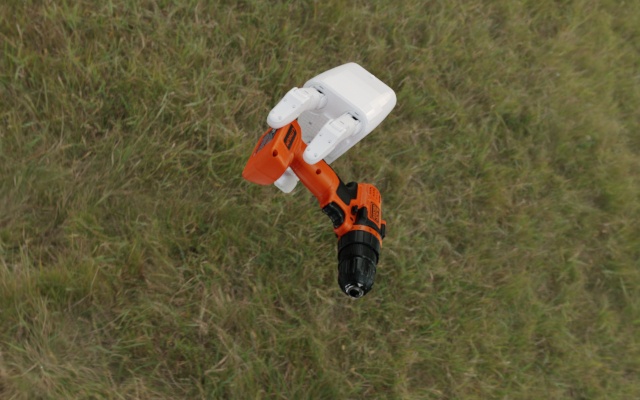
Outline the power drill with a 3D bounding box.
[{"bbox_3d":[0.000,0.001,0.553,0.057,0.188,0.184,-35,24,27],"label":"power drill"}]
